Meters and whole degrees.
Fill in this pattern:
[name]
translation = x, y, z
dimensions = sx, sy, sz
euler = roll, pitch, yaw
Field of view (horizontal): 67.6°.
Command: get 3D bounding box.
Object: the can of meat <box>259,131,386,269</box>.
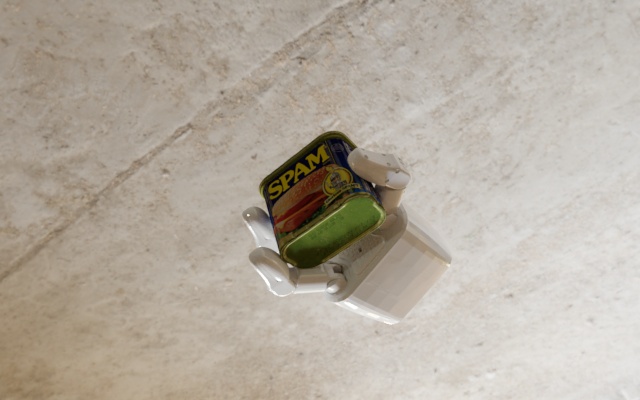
[can of meat]
translation = 0.000, 0.002, 0.430
dimensions = 0.102, 0.084, 0.057
euler = -36, -44, 16
